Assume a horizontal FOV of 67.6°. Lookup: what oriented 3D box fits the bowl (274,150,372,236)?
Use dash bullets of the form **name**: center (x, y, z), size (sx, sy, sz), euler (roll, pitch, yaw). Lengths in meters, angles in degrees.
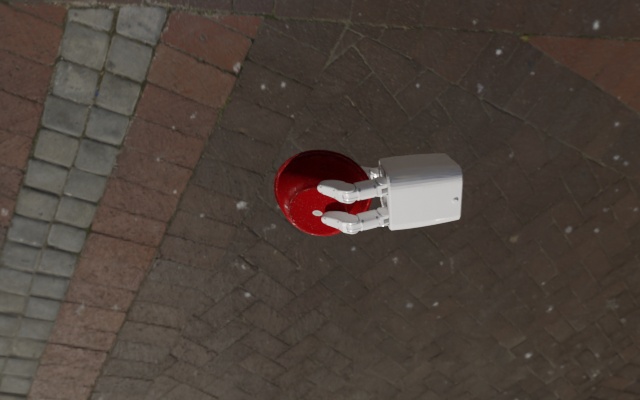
- **bowl**: center (-0.001, 0.003, 0.752), size (0.162, 0.162, 0.055), euler (0, 36, 10)
